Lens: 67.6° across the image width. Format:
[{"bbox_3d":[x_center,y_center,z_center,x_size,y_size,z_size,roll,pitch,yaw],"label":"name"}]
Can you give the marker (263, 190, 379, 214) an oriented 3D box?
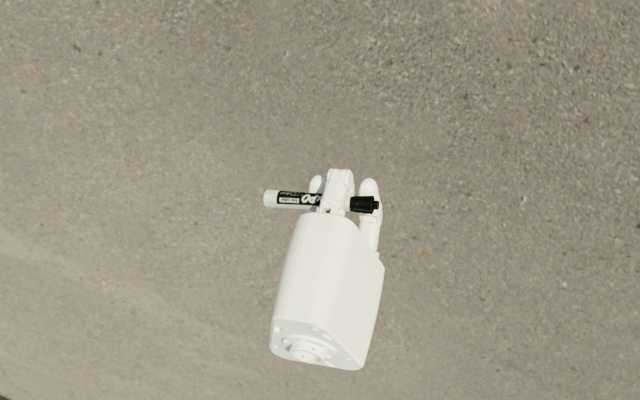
[{"bbox_3d":[0.000,0.002,0.492,0.121,0.020,0.020,4,1,17],"label":"marker"}]
